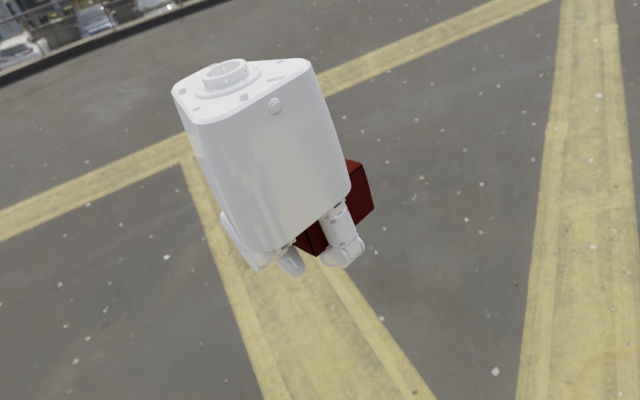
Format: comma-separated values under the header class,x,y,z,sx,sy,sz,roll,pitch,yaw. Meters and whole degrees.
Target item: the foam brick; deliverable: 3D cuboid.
class,x,y,z,sx,sy,sz,roll,pitch,yaw
foam brick,0.000,0.001,0.421,0.078,0.051,0.053,-38,37,-26
